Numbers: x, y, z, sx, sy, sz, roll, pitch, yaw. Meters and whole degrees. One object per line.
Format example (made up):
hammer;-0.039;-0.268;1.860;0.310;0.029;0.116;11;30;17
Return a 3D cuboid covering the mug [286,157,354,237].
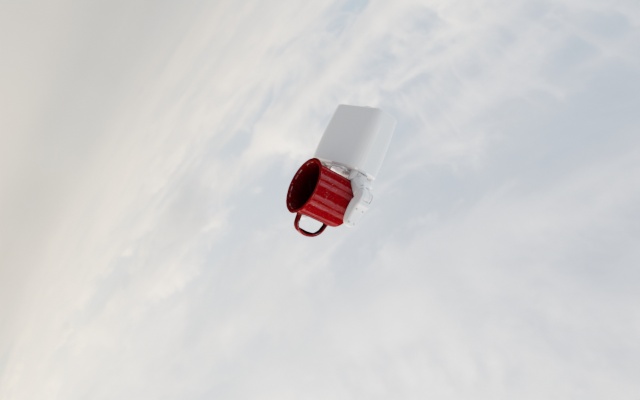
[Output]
mug;0.000;0.004;0.749;0.081;0.117;0.093;26;-6;-28
